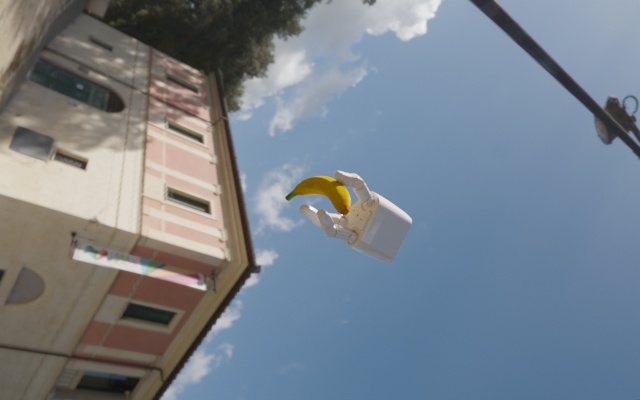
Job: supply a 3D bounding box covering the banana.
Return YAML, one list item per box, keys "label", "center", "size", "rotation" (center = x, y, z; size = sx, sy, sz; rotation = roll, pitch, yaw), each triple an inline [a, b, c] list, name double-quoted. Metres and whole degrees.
- label: "banana"
  center: [0.007, -0.014, 0.903]
  size: [0.037, 0.069, 0.198]
  rotation: [35, -13, -32]
